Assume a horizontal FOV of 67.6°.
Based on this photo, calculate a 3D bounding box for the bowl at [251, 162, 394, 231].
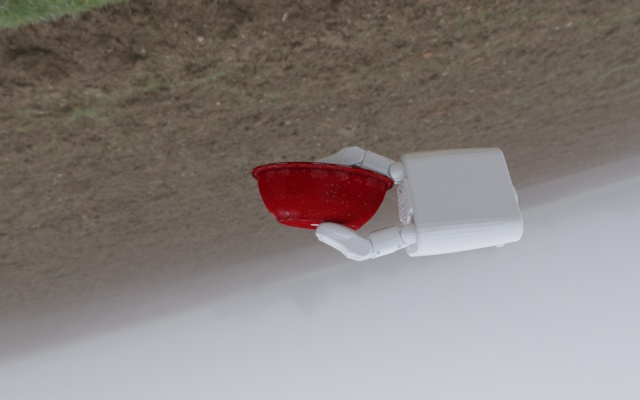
[{"bbox_3d":[-0.001,0.002,0.537,0.162,0.055,0.162,5,-9,1],"label":"bowl"}]
